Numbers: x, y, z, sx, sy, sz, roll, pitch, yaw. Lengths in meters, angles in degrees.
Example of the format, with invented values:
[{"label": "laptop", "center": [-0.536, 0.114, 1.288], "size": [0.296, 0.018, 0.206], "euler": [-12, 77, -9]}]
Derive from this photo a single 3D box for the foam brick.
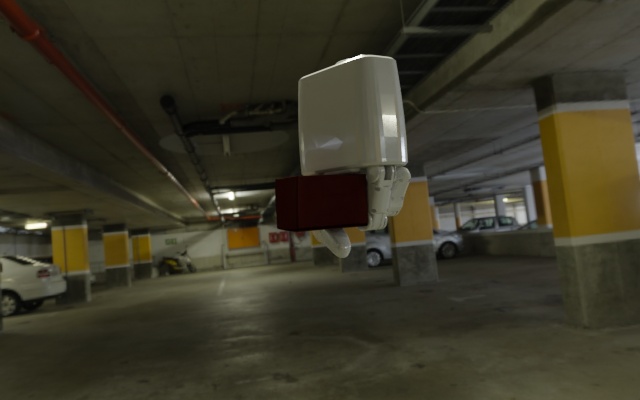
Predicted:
[{"label": "foam brick", "center": [0.000, 0.002, 0.468], "size": [0.078, 0.051, 0.053], "euler": [-3, 1, -29]}]
